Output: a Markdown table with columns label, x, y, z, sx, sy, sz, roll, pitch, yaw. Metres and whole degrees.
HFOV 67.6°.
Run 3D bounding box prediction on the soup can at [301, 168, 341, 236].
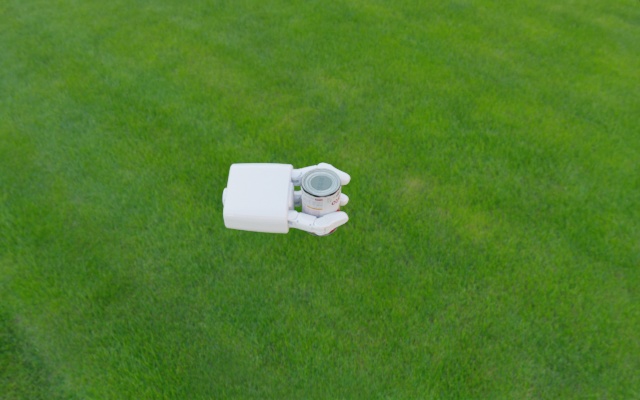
| label | x | y | z | sx | sy | sz | roll | pitch | yaw |
| --- | --- | --- | --- | --- | --- | --- | --- | --- | --- |
| soup can | 0.001 | 0.003 | 0.813 | 0.068 | 0.068 | 0.102 | 0 | -43 | -1 |
